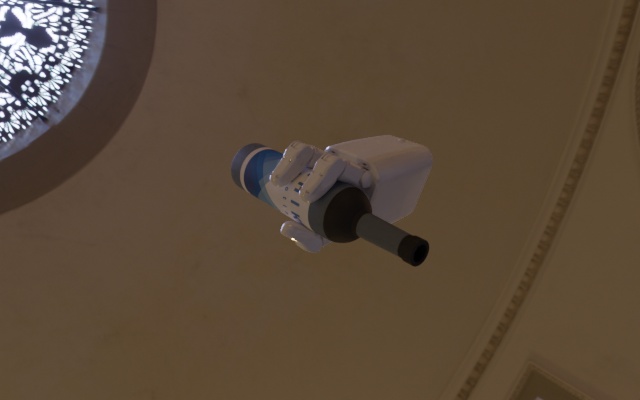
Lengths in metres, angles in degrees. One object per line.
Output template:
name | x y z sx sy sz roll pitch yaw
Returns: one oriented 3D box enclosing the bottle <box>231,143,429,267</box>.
bottle | 0.000 0.002 0.550 0.069 0.069 0.295 0 19 -42
